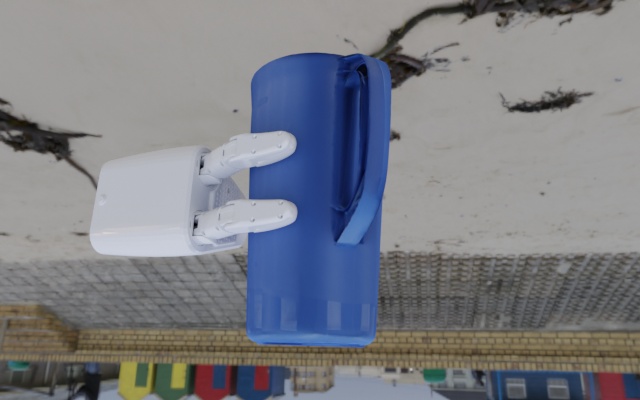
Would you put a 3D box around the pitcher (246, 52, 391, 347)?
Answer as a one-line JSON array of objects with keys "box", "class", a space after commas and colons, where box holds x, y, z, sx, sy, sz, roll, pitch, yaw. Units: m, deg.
[{"box": [0.000, 0.001, 0.420, 0.145, 0.242, 0.149, -3, -17, 16], "class": "pitcher"}]
